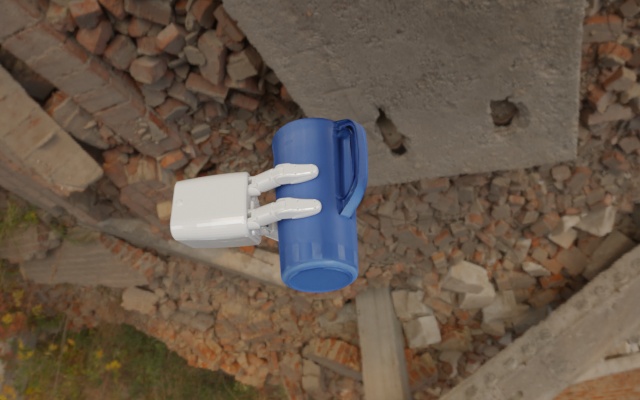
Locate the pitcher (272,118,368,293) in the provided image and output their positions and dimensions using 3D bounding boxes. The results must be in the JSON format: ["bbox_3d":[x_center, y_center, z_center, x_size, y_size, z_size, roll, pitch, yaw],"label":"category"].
[{"bbox_3d":[0.000,0.002,0.707,0.145,0.242,0.149,-4,-31,1],"label":"pitcher"}]
